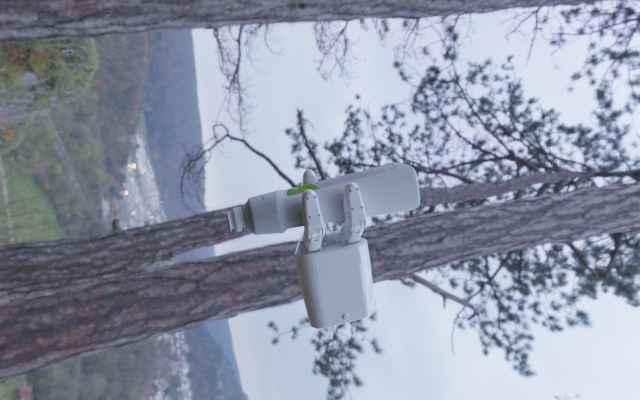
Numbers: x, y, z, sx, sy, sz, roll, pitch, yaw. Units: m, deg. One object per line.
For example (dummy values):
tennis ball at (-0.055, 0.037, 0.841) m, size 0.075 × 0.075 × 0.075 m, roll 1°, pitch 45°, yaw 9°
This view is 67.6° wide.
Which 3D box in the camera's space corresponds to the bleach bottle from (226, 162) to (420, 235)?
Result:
bleach bottle at (0.000, 0.002, 0.645) m, size 0.251 × 0.068 × 0.102 m, roll -11°, pitch 8°, yaw -13°
